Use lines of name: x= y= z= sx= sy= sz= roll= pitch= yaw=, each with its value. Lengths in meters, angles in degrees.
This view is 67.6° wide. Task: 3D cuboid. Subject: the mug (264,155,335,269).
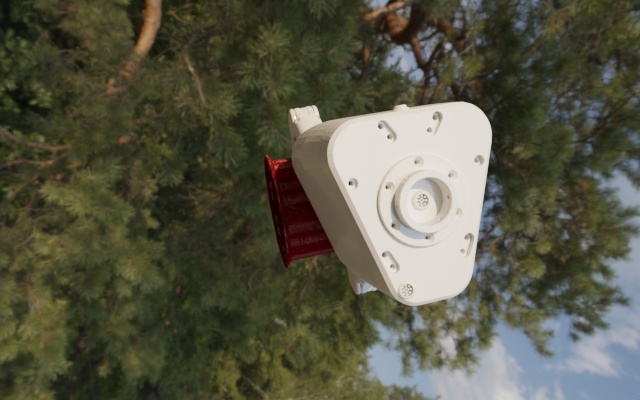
mug: x=0.000 y=0.001 z=0.406 sx=0.081 sy=0.093 sz=0.117 roll=-11 pitch=6 yaw=-10
